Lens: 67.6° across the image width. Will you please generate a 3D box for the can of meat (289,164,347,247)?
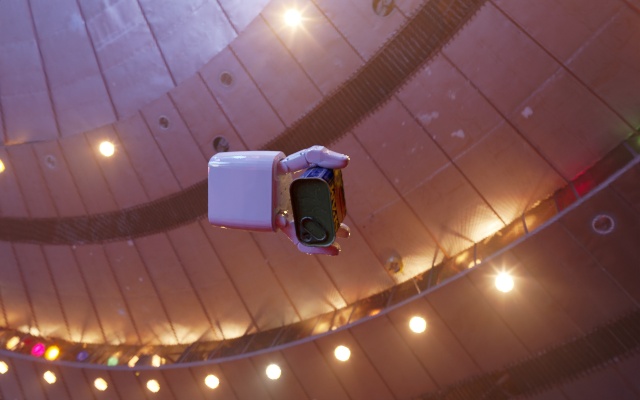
[{"bbox_3d":[0.000,0.002,0.677,0.057,0.102,0.084,-1,22,17],"label":"can of meat"}]
